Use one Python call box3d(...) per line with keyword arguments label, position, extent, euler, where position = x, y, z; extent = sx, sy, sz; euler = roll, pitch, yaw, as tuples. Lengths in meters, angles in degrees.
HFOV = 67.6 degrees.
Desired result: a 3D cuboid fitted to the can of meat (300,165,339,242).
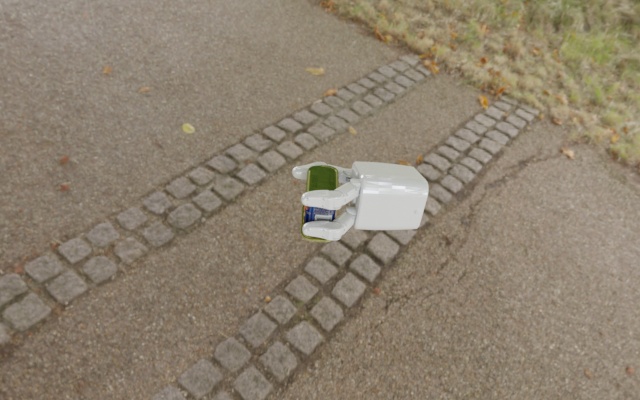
box3d(label="can of meat", position=(0.000, 0.002, 0.774), extent=(0.057, 0.084, 0.102), euler=(5, 36, -3))
